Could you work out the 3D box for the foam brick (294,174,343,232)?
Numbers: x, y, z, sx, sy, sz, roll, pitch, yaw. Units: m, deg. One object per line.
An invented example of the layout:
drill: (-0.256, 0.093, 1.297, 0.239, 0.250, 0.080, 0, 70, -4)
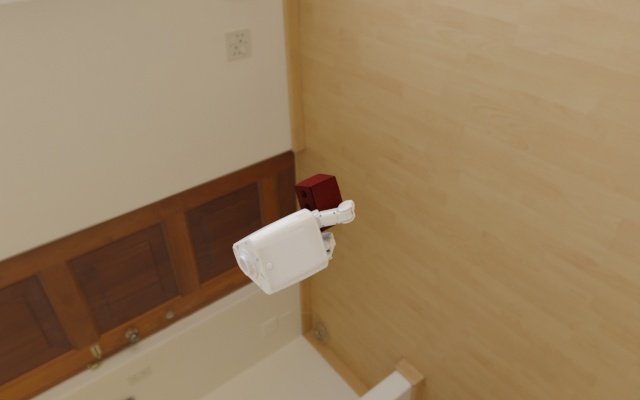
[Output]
foam brick: (0.000, 0.002, 0.765, 0.051, 0.078, 0.053, -24, 16, -27)
